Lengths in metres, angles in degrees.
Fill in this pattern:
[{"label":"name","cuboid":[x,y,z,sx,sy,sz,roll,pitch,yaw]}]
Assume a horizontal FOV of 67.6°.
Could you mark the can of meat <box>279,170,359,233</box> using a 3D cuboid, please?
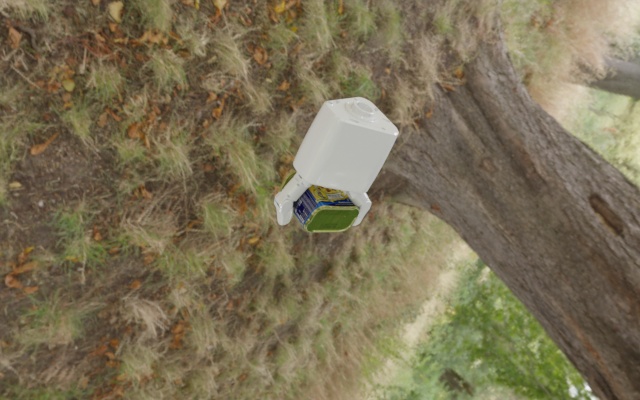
[{"label":"can of meat","cuboid":[0.000,0.003,0.735,0.102,0.057,0.084,2,41,-43]}]
